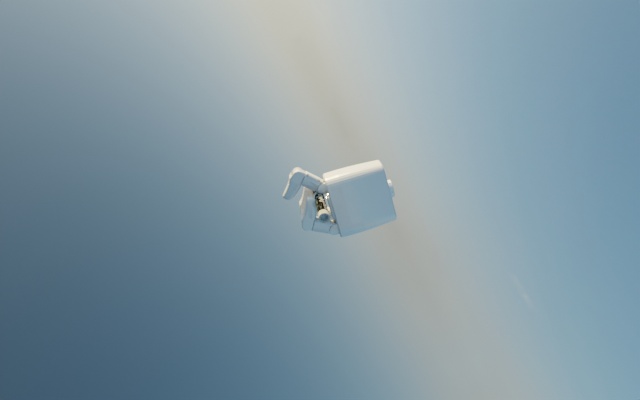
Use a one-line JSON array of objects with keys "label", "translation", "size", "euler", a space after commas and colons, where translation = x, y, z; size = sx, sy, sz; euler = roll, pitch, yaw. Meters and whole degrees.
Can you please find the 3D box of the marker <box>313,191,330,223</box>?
[{"label": "marker", "translation": [0.000, 0.003, 0.822], "size": [0.020, 0.020, 0.121], "euler": [0, 25, -7]}]
